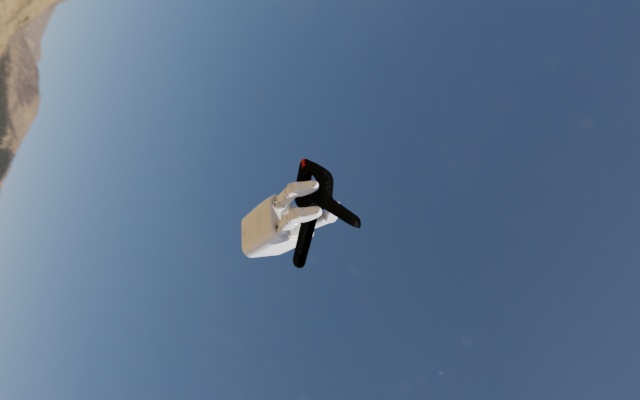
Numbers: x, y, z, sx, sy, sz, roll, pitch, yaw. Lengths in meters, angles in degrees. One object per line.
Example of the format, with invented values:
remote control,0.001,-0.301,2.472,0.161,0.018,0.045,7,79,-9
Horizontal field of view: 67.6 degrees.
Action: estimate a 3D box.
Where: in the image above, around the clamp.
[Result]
clamp,0.000,0.003,0.888,0.036,0.209,0.164,22,-40,-40
